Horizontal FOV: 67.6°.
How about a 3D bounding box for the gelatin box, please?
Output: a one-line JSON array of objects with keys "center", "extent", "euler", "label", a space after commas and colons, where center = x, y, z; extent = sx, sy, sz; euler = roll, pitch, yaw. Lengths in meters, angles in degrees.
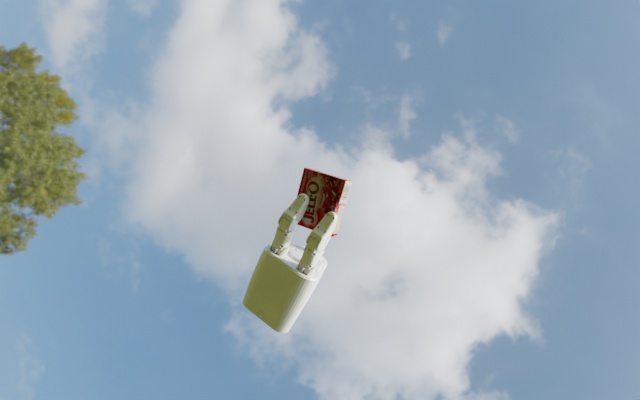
[{"center": [0.000, 0.002, 0.726], "extent": [0.073, 0.089, 0.030], "euler": [18, 7, 25], "label": "gelatin box"}]
